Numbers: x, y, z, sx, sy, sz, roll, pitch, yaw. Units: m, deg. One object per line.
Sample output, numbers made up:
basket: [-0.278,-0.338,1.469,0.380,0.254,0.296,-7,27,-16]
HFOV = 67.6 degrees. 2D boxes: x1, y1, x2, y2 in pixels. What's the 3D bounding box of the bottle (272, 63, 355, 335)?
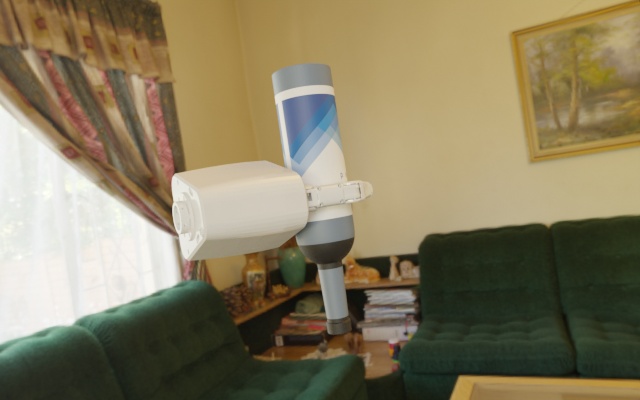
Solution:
bottle: [0.000,0.001,0.535,0.069,0.295,0.069,-9,1,0]
